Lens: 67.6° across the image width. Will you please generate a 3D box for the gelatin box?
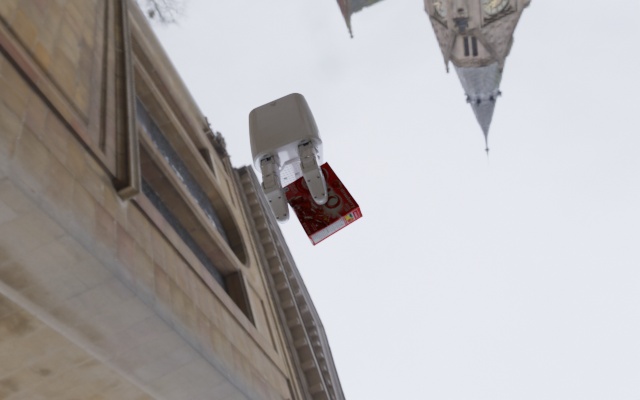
[{"bbox_3d":[0.000,0.002,0.605,0.073,0.089,0.030,-31,-35,-3],"label":"gelatin box"}]
